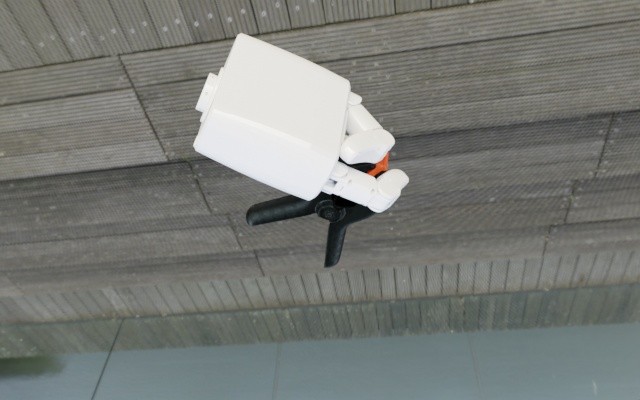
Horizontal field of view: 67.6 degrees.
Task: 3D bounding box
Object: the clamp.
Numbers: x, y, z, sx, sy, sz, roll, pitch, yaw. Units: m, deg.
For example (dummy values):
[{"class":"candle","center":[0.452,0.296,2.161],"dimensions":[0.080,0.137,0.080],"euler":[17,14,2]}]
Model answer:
[{"class":"clamp","center":[0.000,0.002,0.494],"dimensions":[0.120,0.039,0.171],"euler":[21,-49,-18]}]
